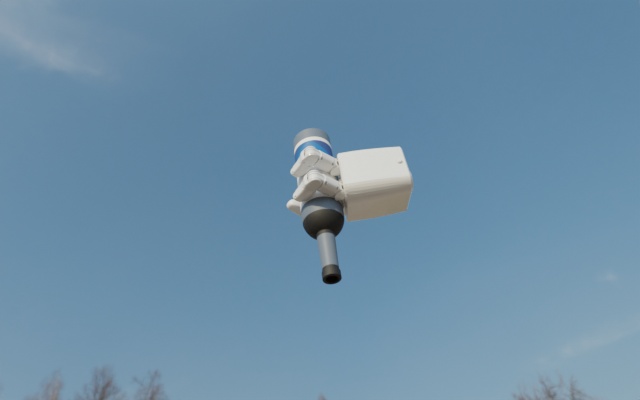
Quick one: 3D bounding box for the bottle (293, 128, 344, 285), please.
[{"bbox_3d":[0.000,0.002,0.767,0.069,0.295,0.069,-5,-42,-4],"label":"bottle"}]
